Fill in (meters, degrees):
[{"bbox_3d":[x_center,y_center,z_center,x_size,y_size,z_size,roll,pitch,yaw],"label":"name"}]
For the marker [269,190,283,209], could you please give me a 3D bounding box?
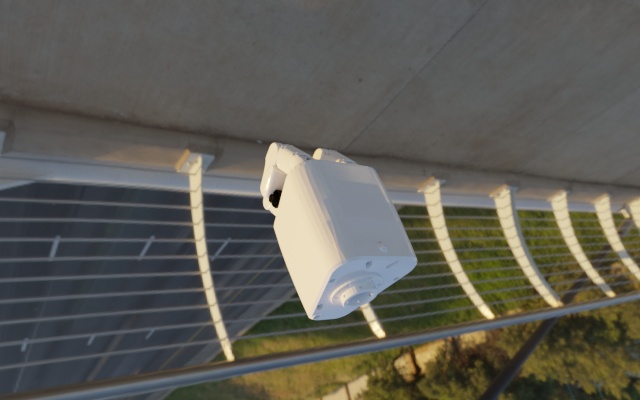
[{"bbox_3d":[0.000,0.002,0.507,0.121,0.020,0.020,4,-3,-35],"label":"marker"}]
